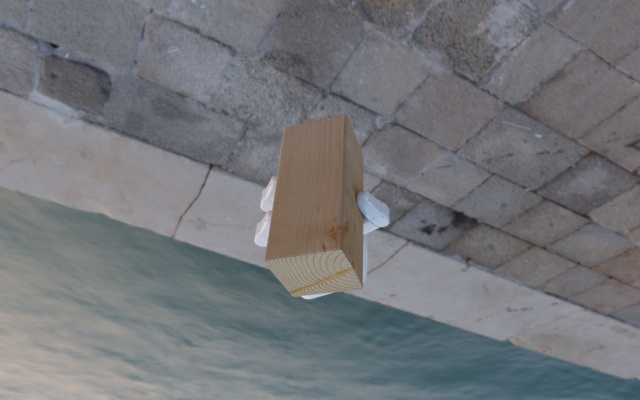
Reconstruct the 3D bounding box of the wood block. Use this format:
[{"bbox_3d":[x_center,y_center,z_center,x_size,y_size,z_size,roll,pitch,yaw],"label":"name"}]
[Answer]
[{"bbox_3d":[0.001,0.002,0.591,0.091,0.206,0.090,-10,-40,17],"label":"wood block"}]
